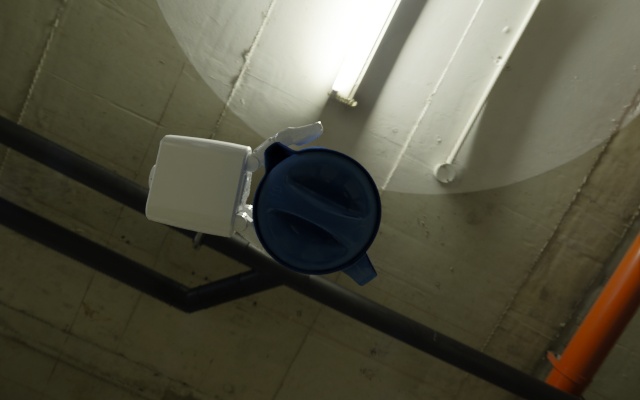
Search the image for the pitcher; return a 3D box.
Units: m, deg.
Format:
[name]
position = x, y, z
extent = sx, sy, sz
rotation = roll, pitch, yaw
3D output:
[pitcher]
position = 0.000, 0.002, 0.602
extent = 0.145, 0.149, 0.243
rotation = 8, 10, -2
